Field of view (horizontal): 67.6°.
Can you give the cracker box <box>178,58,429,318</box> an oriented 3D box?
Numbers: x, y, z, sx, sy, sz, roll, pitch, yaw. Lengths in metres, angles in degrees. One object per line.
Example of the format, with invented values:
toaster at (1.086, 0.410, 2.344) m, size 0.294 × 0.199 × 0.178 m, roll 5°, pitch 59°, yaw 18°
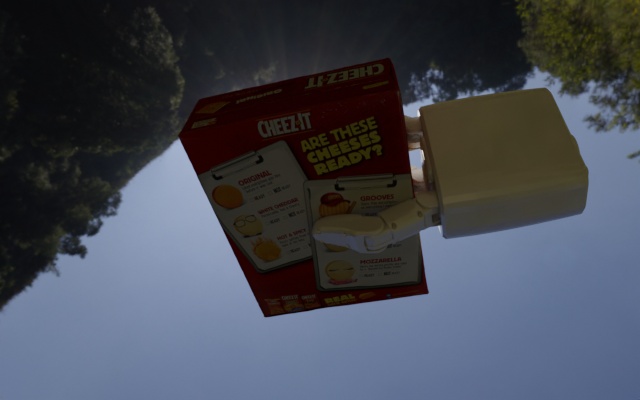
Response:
cracker box at (0.000, 0.002, 0.419) m, size 0.164 × 0.214 × 0.072 m, roll -10°, pitch 37°, yaw 9°
